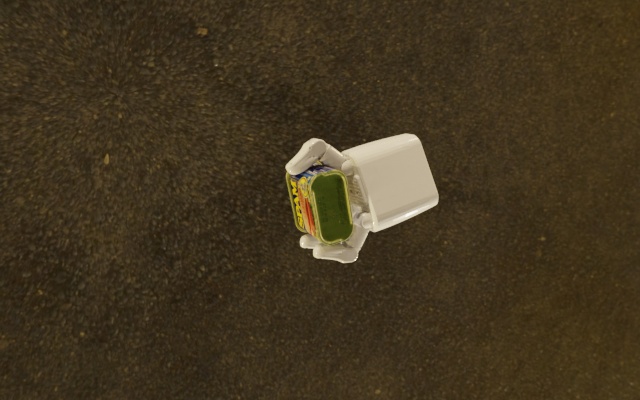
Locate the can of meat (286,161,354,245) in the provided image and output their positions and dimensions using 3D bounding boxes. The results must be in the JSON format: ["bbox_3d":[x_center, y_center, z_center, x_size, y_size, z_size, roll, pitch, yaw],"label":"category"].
[{"bbox_3d":[0.000,0.002,0.639,0.057,0.102,0.084,-16,17,-19],"label":"can of meat"}]
